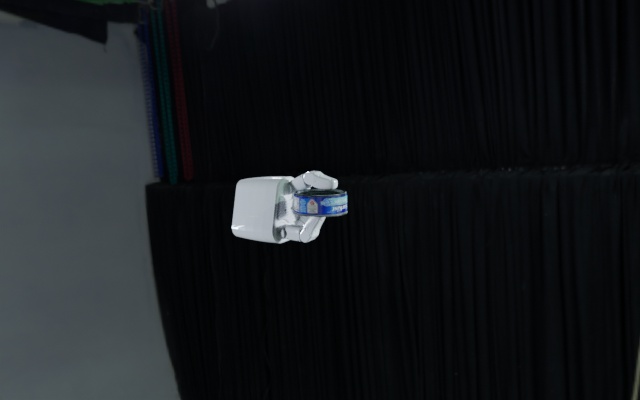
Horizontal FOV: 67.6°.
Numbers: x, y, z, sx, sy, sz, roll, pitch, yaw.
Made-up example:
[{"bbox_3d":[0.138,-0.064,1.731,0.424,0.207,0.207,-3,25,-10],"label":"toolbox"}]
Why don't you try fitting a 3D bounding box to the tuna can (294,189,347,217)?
[{"bbox_3d":[0.000,0.002,0.758,0.086,0.034,0.086,0,9,0],"label":"tuna can"}]
